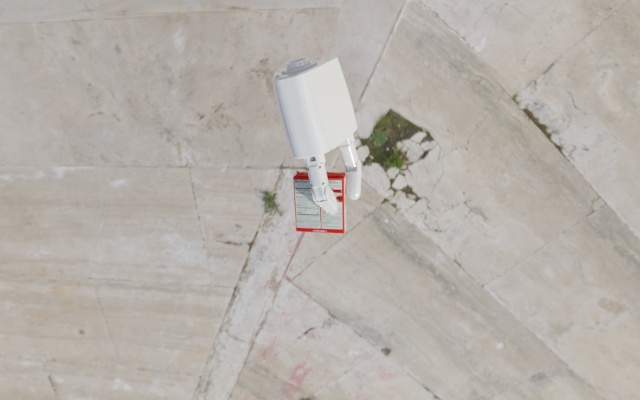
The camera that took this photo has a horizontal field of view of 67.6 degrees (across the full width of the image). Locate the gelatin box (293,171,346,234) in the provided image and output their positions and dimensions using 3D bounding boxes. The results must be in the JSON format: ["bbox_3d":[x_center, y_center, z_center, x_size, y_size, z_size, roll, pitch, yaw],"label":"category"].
[{"bbox_3d":[0.000,0.003,0.694,0.073,0.089,0.030,1,22,8],"label":"gelatin box"}]
